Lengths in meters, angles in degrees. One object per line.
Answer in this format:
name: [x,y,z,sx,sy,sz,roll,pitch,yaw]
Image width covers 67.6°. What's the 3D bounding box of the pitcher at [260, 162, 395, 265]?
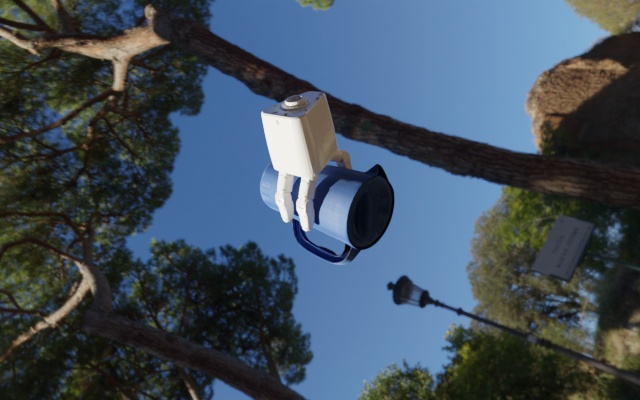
pitcher: [0.000,0.003,0.880,0.243,0.145,0.149,18,45,40]
